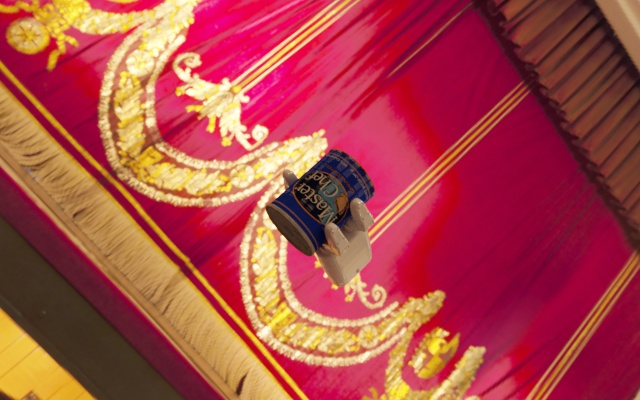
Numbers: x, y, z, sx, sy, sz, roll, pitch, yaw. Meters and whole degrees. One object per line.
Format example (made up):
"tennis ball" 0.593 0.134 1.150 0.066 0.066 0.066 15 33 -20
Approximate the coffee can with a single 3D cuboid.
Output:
"coffee can" 0.000 0.002 0.740 0.140 0.103 0.103 -43 15 -17
